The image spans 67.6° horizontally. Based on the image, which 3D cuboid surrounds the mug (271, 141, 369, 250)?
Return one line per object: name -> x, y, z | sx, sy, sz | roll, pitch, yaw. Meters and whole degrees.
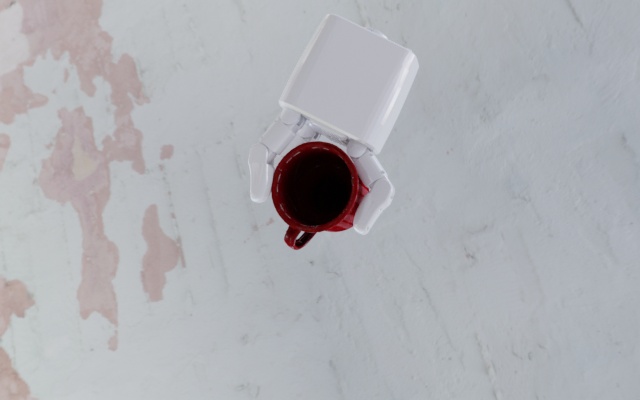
mug -> 0.000, 0.003, 0.515 | 0.093, 0.117, 0.081 | 29, 2, 21
